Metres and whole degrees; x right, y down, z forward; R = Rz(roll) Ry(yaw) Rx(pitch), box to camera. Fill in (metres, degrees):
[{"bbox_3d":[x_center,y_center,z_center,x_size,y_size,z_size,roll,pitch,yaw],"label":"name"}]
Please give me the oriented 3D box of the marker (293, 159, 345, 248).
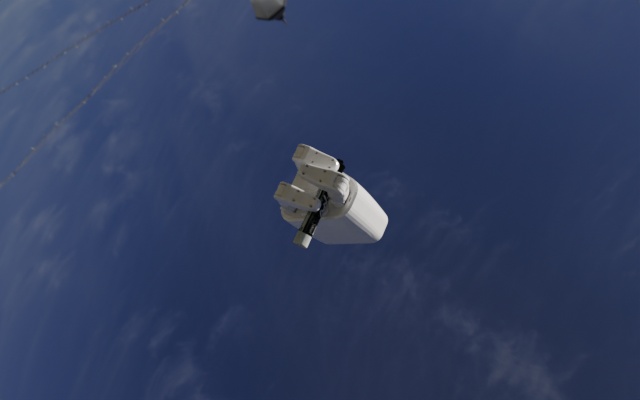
[{"bbox_3d":[0.000,0.002,0.599,0.020,0.121,0.020,24,-12,5],"label":"marker"}]
